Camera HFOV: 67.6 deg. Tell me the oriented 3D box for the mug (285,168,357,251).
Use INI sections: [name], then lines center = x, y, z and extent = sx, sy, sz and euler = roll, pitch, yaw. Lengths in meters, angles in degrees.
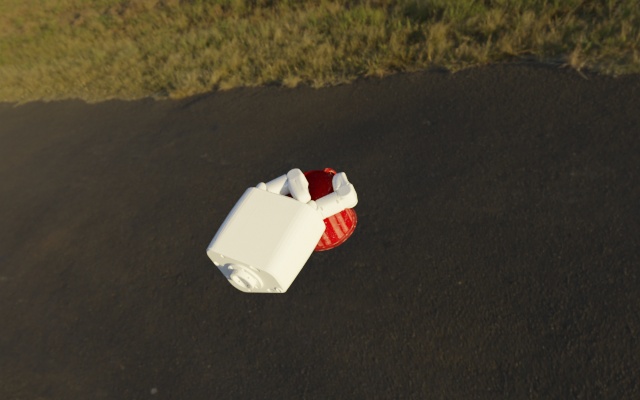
[mug]
center = 0.001, 0.001, 0.692
extent = 0.093, 0.117, 0.081
euler = 4, -41, 33
